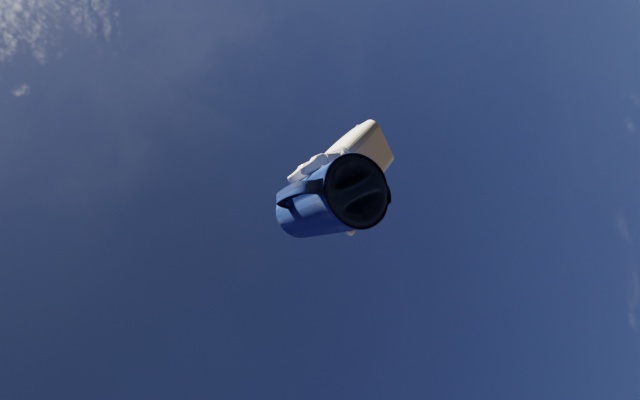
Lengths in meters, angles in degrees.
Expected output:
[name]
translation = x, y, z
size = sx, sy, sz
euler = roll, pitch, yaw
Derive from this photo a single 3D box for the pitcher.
[pitcher]
translation = 0.000, 0.003, 0.900
size = 0.145, 0.149, 0.243
euler = -48, 13, -29
